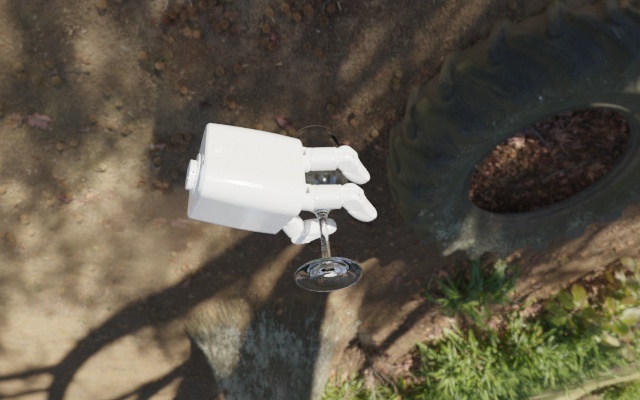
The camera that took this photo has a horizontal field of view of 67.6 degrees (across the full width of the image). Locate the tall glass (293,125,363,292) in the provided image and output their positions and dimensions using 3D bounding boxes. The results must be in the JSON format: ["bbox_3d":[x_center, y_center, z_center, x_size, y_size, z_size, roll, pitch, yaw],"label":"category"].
[{"bbox_3d":[0.000,0.002,0.572,0.079,0.200,0.079,-4,-37,-3],"label":"tall glass"}]
